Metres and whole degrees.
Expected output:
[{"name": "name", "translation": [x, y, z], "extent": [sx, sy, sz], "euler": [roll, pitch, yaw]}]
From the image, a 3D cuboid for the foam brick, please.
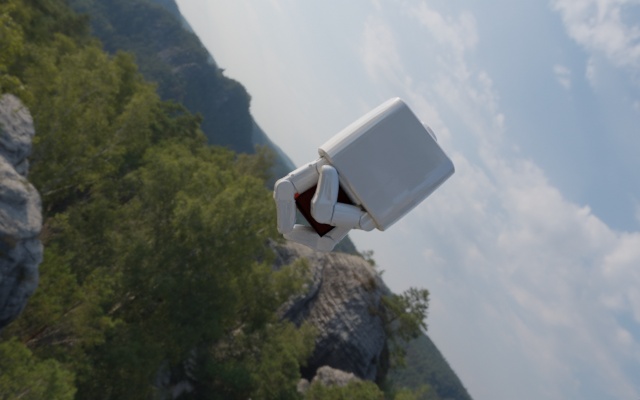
[{"name": "foam brick", "translation": [0.000, 0.002, 0.559], "extent": [0.051, 0.053, 0.078], "euler": [-37, 13, -4]}]
